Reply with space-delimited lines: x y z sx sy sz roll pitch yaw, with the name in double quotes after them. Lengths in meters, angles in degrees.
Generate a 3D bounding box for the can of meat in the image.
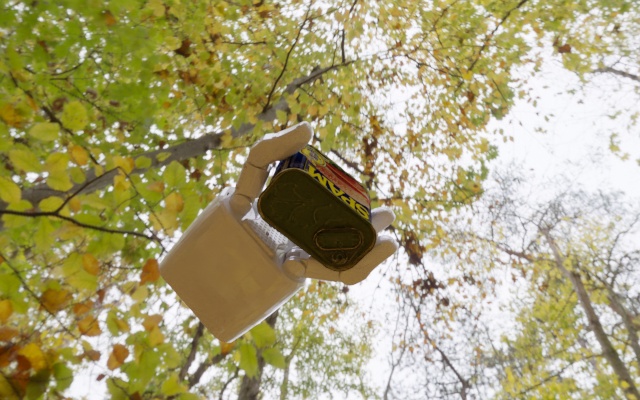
0.000 0.001 0.430 0.102 0.057 0.084 38 21 -12 "can of meat"
